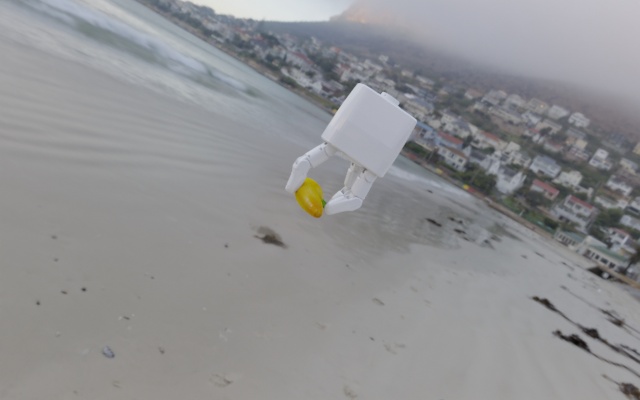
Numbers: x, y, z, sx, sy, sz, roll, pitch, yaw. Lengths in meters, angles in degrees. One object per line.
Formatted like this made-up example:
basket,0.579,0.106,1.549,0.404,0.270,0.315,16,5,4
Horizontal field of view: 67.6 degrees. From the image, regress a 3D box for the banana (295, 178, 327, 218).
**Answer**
banana,-0.014,-0.009,0.807,0.069,0.037,0.198,38,7,2
